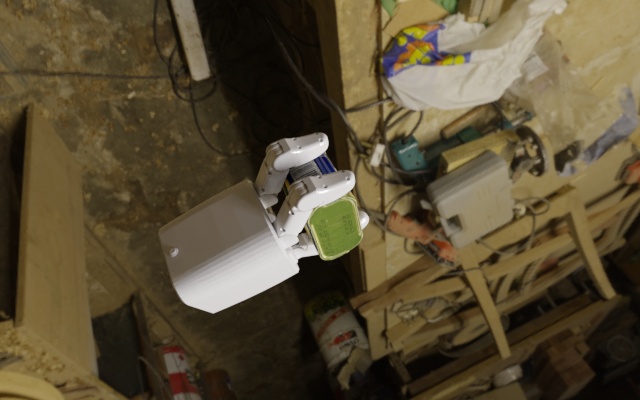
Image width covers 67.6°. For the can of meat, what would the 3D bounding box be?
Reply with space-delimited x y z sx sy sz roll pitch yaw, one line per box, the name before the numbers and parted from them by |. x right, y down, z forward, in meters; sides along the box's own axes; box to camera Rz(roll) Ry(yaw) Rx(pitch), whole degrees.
can of meat | 0.000 0.002 0.498 0.057 0.084 0.102 -26 -37 -6
